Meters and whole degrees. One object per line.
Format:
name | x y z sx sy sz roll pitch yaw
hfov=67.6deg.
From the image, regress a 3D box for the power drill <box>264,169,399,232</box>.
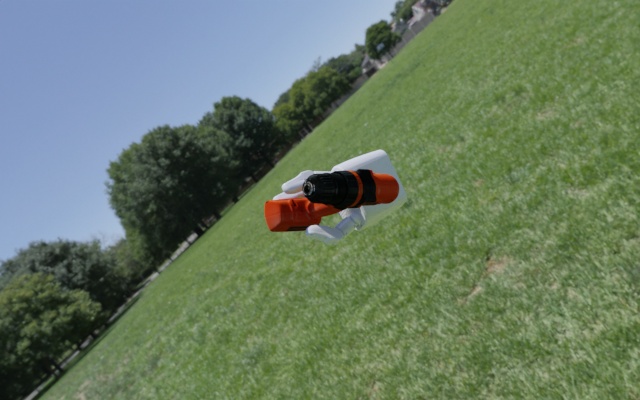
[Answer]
power drill | 0.000 0.002 0.723 0.184 0.057 0.188 1 -15 -45
